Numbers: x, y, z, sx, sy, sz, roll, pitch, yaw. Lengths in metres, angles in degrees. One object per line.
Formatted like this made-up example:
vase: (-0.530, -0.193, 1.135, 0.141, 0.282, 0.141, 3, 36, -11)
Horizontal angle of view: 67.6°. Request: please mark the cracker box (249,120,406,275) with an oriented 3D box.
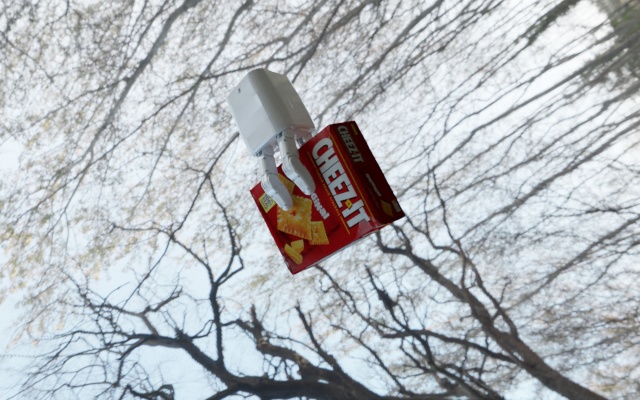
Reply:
cracker box: (0.000, 0.002, 0.742, 0.072, 0.164, 0.214, -17, -13, -48)
